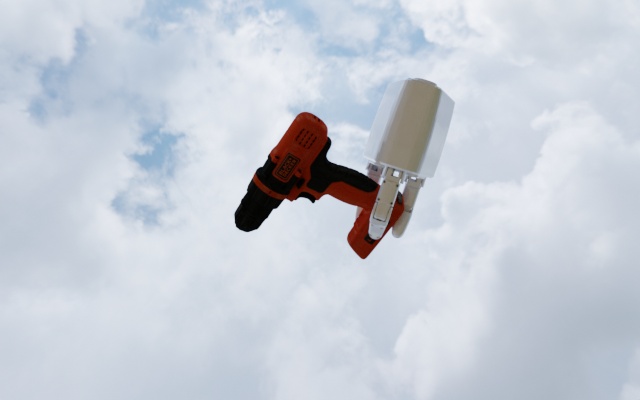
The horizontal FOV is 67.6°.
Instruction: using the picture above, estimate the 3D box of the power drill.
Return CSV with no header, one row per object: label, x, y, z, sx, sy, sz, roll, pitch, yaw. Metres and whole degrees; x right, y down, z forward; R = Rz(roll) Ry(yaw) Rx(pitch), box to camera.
power drill,0.001,0.002,0.631,0.188,0.184,0.057,30,23,-16
